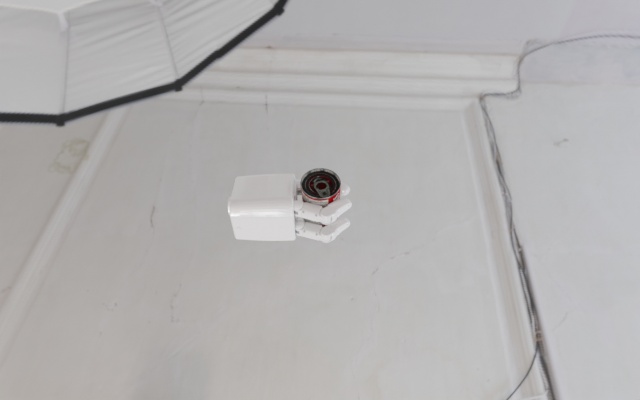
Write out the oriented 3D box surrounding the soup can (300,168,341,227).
[{"bbox_3d":[0.001,0.003,0.834,0.068,0.068,0.102,0,-40,0],"label":"soup can"}]
